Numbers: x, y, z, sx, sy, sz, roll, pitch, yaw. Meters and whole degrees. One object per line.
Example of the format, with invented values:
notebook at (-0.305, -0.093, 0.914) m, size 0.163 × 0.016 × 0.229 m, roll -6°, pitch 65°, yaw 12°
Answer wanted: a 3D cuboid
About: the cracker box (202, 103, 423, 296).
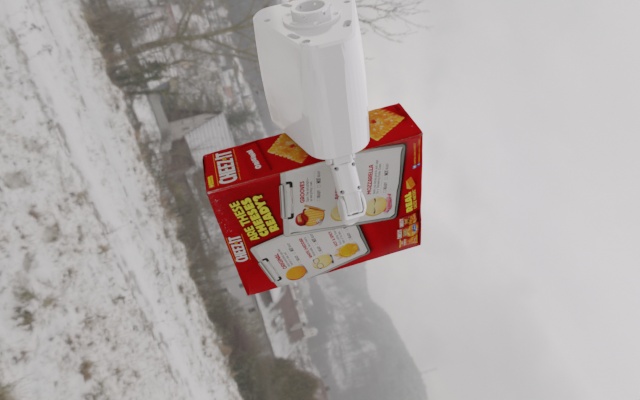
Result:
cracker box at (0.000, 0.002, 0.521) m, size 0.213 × 0.164 × 0.072 m, roll -15°, pitch 43°, yaw -6°
